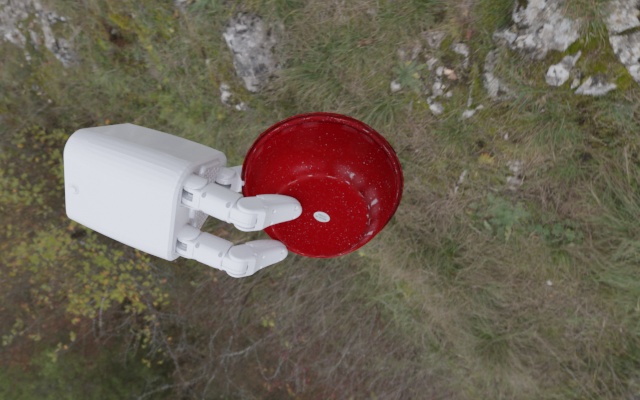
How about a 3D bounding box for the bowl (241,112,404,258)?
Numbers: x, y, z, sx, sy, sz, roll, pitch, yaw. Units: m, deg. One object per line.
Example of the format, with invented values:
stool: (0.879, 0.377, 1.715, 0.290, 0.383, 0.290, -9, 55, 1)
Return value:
bowl: (0.001, 0.002, 0.453, 0.162, 0.162, 0.055, 0, 34, 2)
